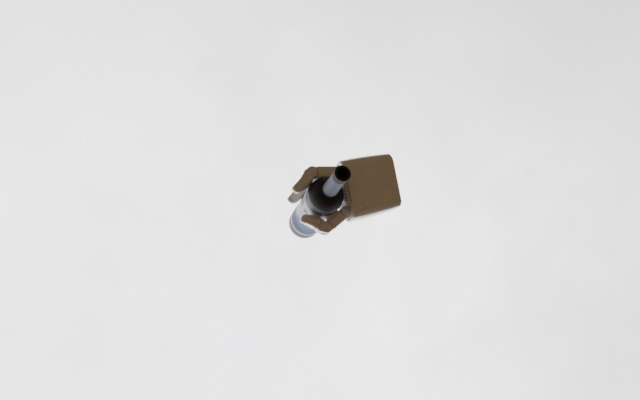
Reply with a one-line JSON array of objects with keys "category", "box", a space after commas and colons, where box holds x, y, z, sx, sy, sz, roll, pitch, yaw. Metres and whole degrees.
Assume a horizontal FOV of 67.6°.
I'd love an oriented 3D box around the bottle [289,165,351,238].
[{"category": "bottle", "box": [0.000, 0.003, 0.892, 0.069, 0.069, 0.296, 0, -18, -15]}]
